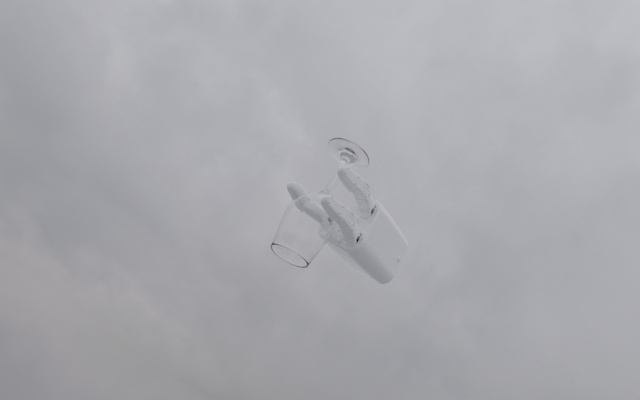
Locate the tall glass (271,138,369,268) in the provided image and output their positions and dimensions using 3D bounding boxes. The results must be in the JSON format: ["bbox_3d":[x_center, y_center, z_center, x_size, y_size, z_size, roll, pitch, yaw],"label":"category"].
[{"bbox_3d":[0.000,0.002,0.729,0.079,0.201,0.079,24,-26,13],"label":"tall glass"}]
